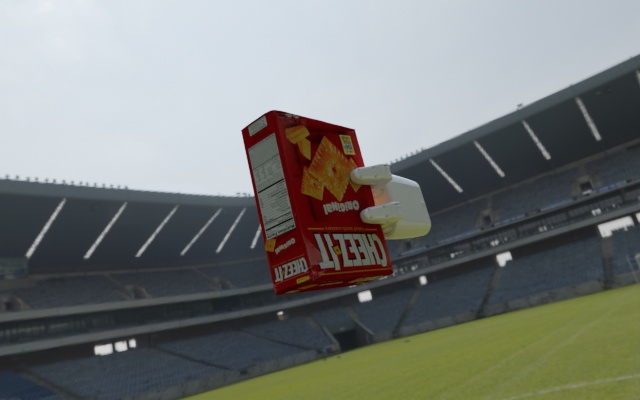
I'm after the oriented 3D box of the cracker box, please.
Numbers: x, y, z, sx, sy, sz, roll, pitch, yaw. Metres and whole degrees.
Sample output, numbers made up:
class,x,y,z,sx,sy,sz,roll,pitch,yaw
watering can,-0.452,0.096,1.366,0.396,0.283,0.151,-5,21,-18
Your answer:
class,x,y,z,sx,sy,sz,roll,pitch,yaw
cracker box,0.000,0.002,0.611,0.072,0.213,0.164,-27,-20,37
